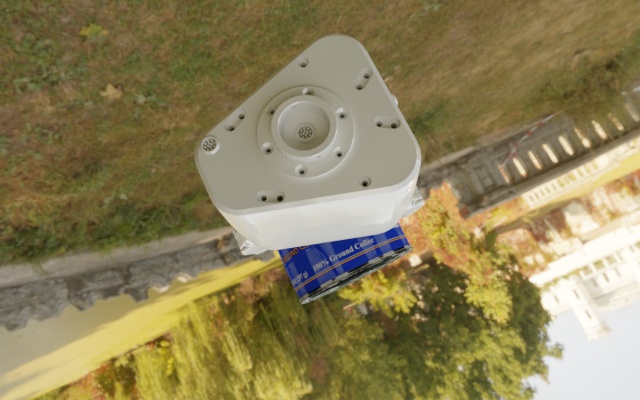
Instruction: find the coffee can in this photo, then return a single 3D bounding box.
[{"bbox_3d":[0.000,0.001,0.405,0.103,0.140,0.103,-25,-13,-6],"label":"coffee can"}]
